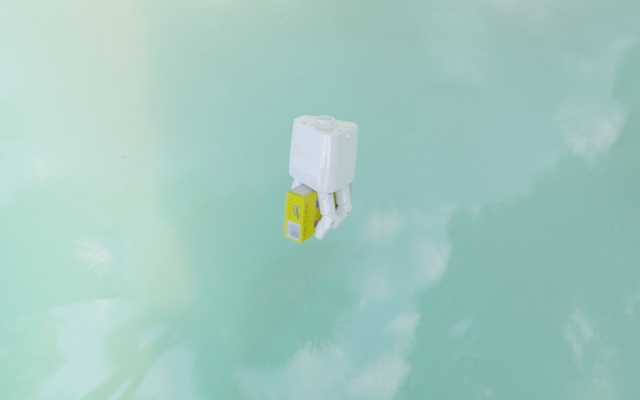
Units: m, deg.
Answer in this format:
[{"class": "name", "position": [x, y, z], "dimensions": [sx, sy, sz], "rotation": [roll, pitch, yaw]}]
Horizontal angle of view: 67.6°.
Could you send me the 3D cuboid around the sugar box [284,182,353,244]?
[{"class": "sugar box", "position": [0.001, 0.003, 0.894], "dimensions": [0.048, 0.093, 0.176], "rotation": [21, 30, 29]}]
